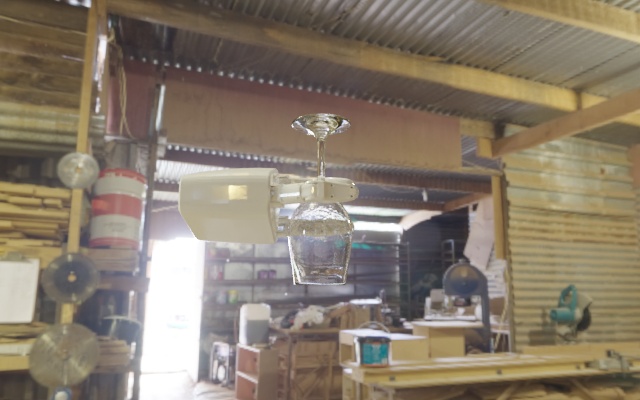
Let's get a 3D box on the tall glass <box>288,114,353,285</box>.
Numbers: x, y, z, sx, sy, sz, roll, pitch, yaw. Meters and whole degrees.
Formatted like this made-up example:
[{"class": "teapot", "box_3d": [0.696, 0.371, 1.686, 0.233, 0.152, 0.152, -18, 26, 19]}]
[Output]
[{"class": "tall glass", "box_3d": [0.000, 0.001, 0.583, 0.079, 0.201, 0.079, 0, -10, 0]}]
